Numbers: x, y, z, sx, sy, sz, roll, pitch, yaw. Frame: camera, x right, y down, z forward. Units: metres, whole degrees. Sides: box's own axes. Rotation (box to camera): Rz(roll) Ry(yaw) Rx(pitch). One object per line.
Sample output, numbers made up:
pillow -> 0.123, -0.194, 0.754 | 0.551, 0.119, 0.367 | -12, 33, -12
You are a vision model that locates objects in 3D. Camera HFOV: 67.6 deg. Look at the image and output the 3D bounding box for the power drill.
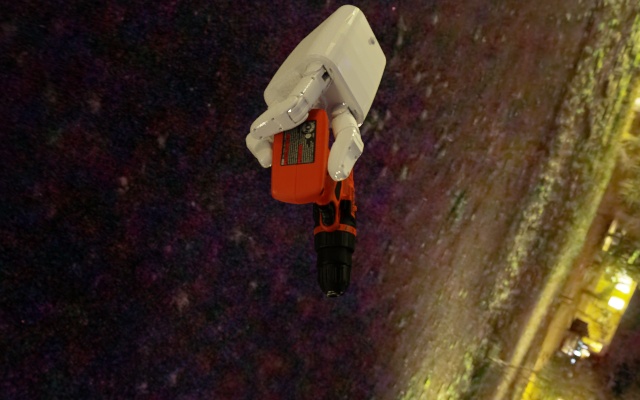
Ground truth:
power drill -> 0.000, 0.001, 0.537 | 0.057, 0.184, 0.188 | -6, -25, 12
